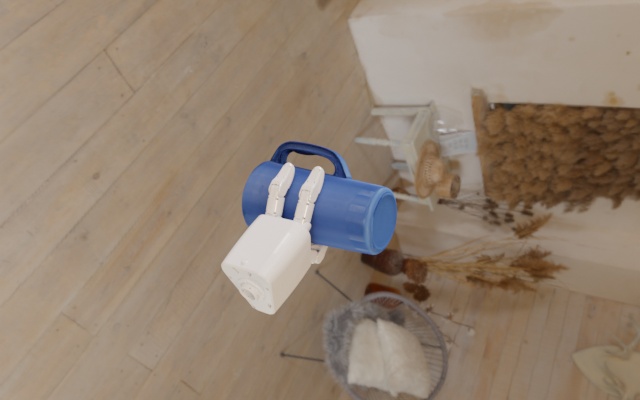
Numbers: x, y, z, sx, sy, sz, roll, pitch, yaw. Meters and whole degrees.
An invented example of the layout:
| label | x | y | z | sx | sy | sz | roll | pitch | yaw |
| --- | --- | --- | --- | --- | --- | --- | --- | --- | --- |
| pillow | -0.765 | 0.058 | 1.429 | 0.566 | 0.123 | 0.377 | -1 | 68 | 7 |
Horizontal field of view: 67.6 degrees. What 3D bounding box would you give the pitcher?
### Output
| label | x | y | z | sx | sy | sz | roll | pitch | yaw |
| --- | --- | --- | --- | --- | --- | --- | --- | --- | --- |
| pitcher | 0.000 | 0.003 | 0.798 | 0.243 | 0.149 | 0.145 | 11 | 45 | 32 |
